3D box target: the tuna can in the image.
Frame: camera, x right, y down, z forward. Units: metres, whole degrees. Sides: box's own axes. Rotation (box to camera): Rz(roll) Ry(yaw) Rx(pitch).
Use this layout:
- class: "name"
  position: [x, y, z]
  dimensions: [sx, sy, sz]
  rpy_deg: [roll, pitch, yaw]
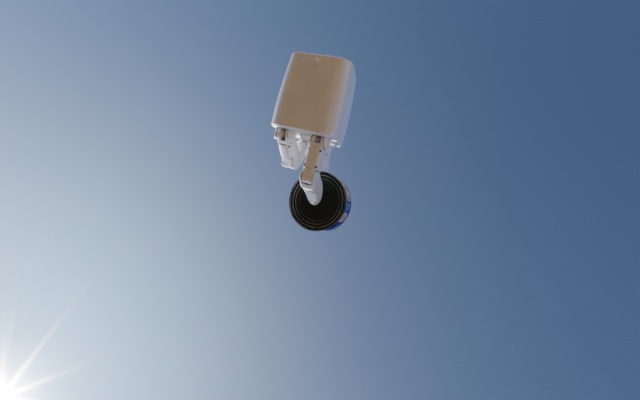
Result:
- class: "tuna can"
  position: [0.000, 0.002, 0.687]
  dimensions: [0.086, 0.086, 0.034]
  rpy_deg: [0, -6, 20]
